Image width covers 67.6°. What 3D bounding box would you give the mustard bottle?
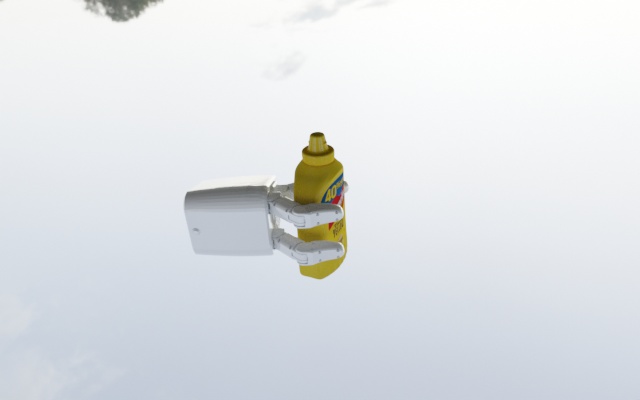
[{"bbox_3d":[0.000,0.002,0.625,0.058,0.192,0.096,12,34,24],"label":"mustard bottle"}]
